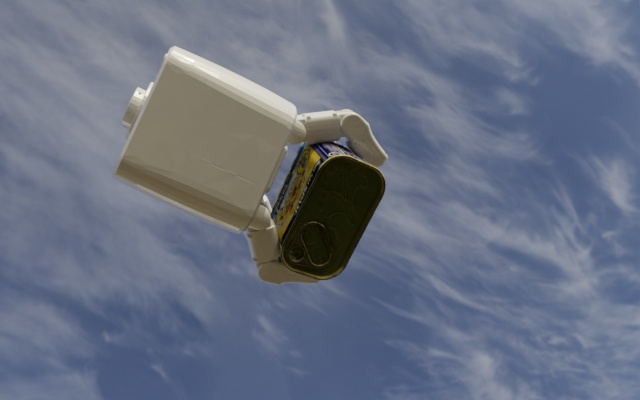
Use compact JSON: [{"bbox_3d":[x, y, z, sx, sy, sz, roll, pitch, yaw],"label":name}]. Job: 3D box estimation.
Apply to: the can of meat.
[{"bbox_3d":[0.000,0.001,0.405,0.057,0.102,0.084,21,14,-21],"label":"can of meat"}]
